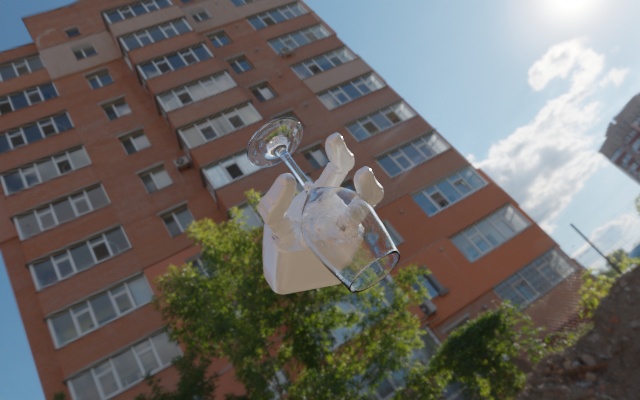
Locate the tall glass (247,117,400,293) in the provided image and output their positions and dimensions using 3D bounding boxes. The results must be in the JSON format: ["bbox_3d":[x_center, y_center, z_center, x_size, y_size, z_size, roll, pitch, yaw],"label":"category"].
[{"bbox_3d":[0.000,0.001,0.512,0.079,0.079,0.201,0,44,-48],"label":"tall glass"}]
